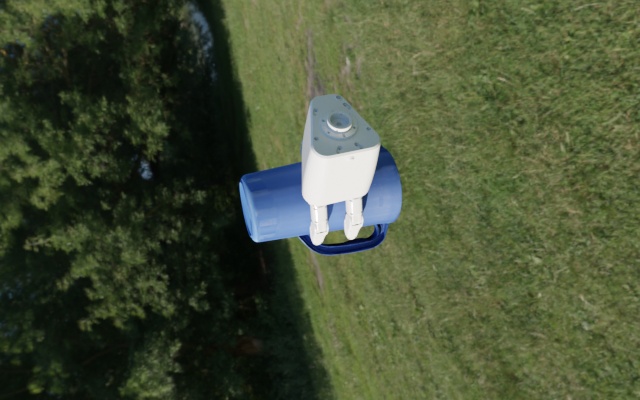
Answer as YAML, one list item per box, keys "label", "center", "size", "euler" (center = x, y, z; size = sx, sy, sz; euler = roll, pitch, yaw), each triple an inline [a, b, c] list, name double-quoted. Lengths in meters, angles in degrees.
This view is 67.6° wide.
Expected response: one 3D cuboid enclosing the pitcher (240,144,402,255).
- label: "pitcher"
  center: [0.000, 0.002, 0.773]
  size: [0.243, 0.149, 0.145]
  euler: [-11, -30, -14]
